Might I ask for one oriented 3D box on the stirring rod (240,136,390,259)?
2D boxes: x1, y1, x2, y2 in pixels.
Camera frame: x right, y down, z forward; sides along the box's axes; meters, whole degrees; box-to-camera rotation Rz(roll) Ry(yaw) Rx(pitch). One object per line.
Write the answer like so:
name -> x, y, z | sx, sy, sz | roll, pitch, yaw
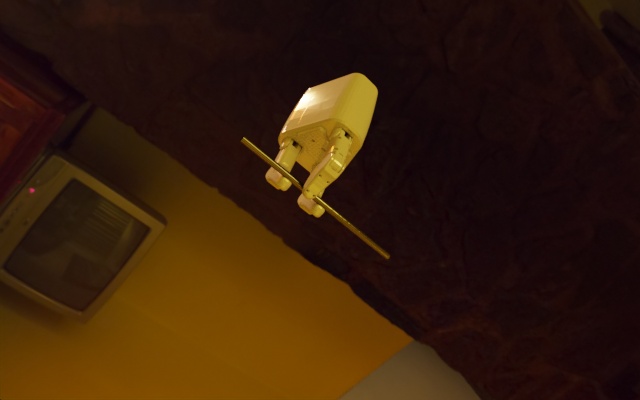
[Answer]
stirring rod -> 0.000, 0.002, 0.573 | 0.239, 0.011, 0.011 | 39, -16, -21
